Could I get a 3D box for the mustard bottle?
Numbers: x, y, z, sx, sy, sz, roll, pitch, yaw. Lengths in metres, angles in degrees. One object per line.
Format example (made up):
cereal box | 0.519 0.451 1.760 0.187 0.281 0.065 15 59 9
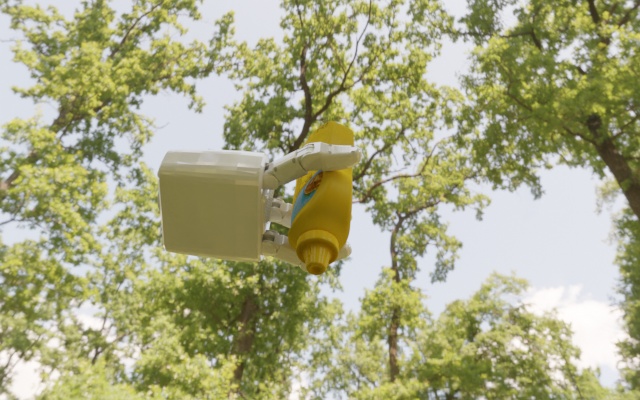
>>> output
mustard bottle | 0.000 0.002 0.511 0.058 0.096 0.191 24 38 -15
